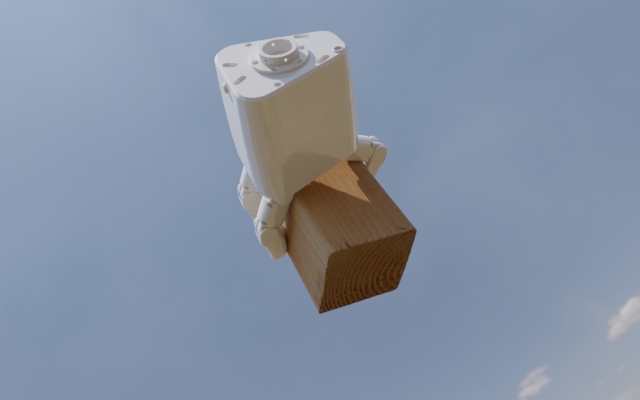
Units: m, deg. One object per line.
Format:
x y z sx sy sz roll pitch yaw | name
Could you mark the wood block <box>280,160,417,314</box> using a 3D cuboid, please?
0.000 0.001 0.502 0.091 0.090 0.206 -13 46 -22 | wood block
